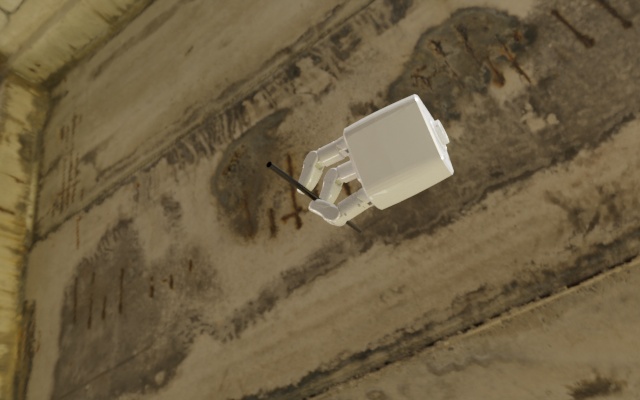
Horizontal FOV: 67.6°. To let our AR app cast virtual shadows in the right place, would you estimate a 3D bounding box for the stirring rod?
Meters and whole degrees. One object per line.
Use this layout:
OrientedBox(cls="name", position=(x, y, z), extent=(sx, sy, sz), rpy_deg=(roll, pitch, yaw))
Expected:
OrientedBox(cls="stirring rod", position=(0.000, 0.002, 0.670), extent=(0.011, 0.011, 0.240), rpy_deg=(0, -22, 34))
